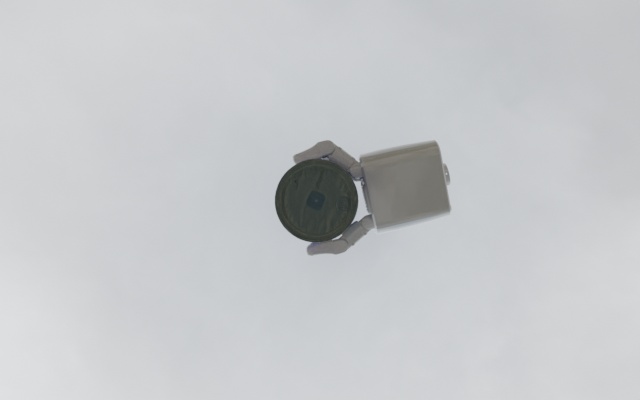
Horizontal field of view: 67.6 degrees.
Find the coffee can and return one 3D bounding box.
[{"bbox_3d":[0.000,0.002,0.649,0.103,0.103,0.140,0,-2,4],"label":"coffee can"}]
